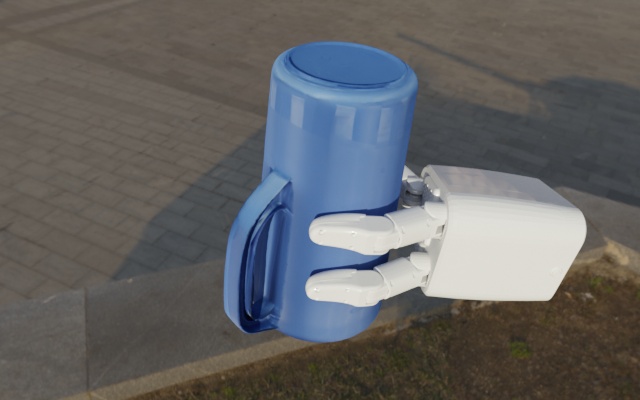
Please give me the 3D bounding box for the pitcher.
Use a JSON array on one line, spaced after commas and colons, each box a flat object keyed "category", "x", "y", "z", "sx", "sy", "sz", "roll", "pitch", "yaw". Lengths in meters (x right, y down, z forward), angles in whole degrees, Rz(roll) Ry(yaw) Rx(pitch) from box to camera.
[{"category": "pitcher", "x": 0.000, "y": 0.001, "z": 0.409, "sx": 0.145, "sy": 0.243, "sz": 0.149, "roll": 5, "pitch": 36, "yaw": -2}]
